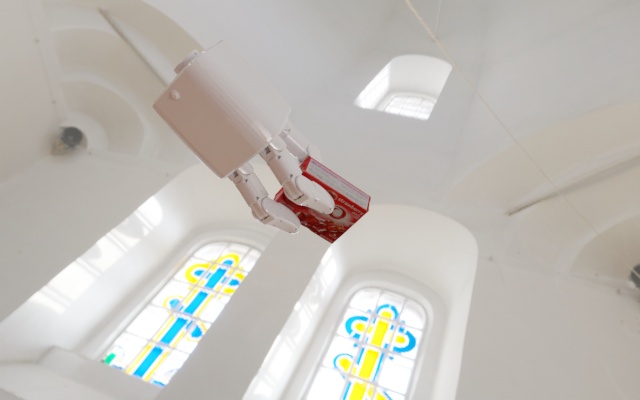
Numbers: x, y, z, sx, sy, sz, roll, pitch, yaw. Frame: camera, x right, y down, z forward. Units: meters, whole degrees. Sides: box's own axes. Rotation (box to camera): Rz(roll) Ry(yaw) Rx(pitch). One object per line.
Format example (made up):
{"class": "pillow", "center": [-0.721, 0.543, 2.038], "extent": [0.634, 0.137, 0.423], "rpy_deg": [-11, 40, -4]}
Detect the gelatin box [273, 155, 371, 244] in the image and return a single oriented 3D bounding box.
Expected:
{"class": "gelatin box", "center": [0.000, 0.002, 0.543], "extent": [0.089, 0.030, 0.073], "rpy_deg": [32, -48, -13]}
